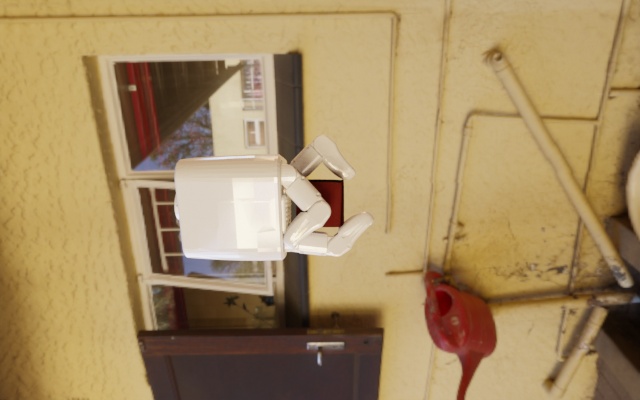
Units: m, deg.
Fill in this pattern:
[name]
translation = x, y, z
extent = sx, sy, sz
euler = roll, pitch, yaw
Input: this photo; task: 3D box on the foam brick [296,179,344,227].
[foam brick]
translation = 0.000, 0.002, 0.541
extent = 0.051, 0.053, 0.078
euler = 0, 1, 1
